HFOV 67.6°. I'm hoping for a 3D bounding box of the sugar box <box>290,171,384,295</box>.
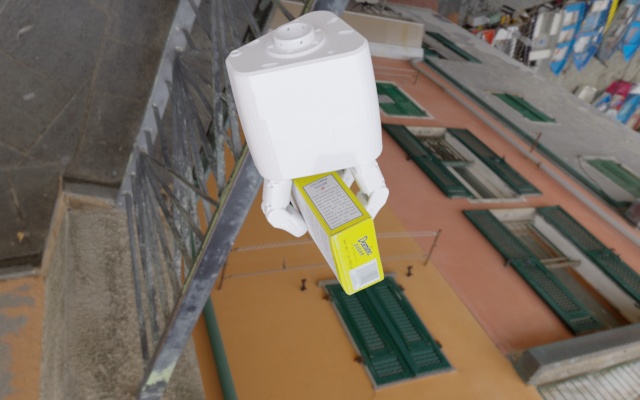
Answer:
[{"bbox_3d":[0.001,0.001,0.485,0.048,0.093,0.176,-23,45,-8],"label":"sugar box"}]
